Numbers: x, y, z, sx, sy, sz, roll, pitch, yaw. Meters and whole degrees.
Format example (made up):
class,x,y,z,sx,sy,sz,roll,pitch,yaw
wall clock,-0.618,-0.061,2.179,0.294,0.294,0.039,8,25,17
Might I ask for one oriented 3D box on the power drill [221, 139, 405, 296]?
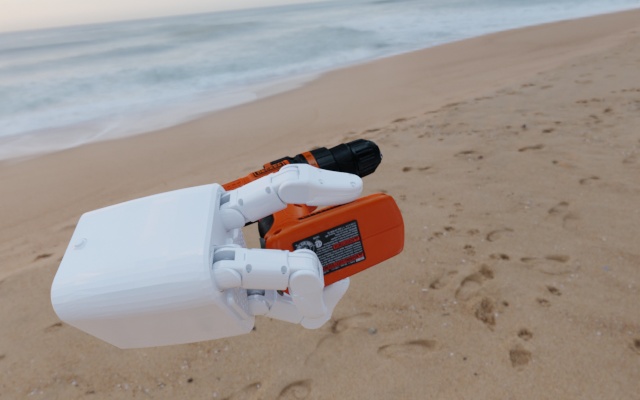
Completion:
class,x,y,z,sx,sy,sz,roll,pitch,yaw
power drill,0.000,0.002,0.429,0.184,0.057,0.187,-23,22,-11
